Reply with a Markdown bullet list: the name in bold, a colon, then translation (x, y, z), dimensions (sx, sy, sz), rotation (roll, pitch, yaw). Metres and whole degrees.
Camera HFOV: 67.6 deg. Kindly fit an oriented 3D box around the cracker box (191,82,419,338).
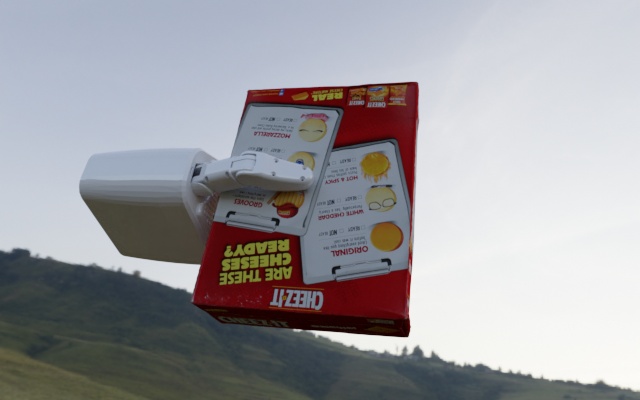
- **cracker box**: translation (0.000, 0.001, 0.416), dimensions (0.164, 0.213, 0.072), rotation (1, -28, 14)
